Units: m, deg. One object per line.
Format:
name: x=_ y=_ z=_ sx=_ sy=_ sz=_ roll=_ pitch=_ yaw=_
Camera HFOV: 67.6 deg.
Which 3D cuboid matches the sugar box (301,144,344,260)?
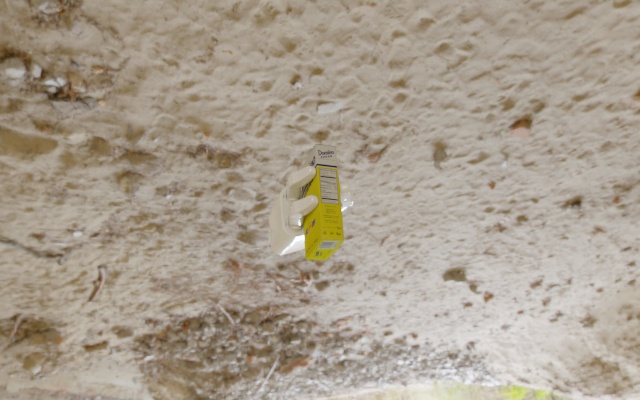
sugar box: x=0.000 y=0.003 z=0.811 sx=0.048 sy=0.176 sz=0.093 roll=3 pitch=-28 yaw=-20
